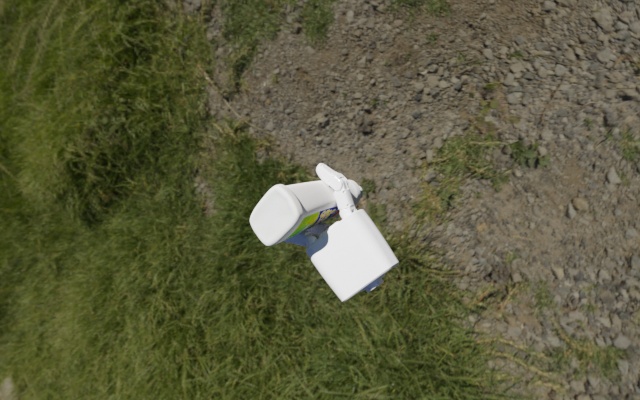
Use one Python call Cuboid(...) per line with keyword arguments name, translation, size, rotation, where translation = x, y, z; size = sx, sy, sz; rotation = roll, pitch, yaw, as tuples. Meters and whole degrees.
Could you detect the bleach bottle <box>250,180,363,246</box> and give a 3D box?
Cuboid(name="bleach bottle", translation=(0.000, 0.003, 0.805), size=(0.251, 0.068, 0.103), rotation=(-18, -23, -52))
